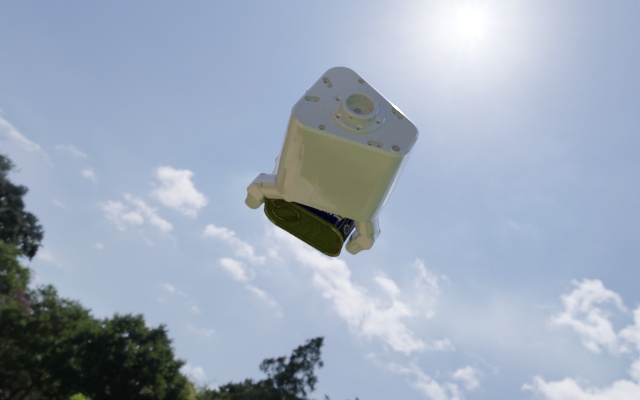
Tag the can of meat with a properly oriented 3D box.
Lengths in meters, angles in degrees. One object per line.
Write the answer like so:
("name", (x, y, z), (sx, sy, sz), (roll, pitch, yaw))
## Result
("can of meat", (0.000, 0.002, 0.551), (0.102, 0.084, 0.057), (29, -33, 12))
